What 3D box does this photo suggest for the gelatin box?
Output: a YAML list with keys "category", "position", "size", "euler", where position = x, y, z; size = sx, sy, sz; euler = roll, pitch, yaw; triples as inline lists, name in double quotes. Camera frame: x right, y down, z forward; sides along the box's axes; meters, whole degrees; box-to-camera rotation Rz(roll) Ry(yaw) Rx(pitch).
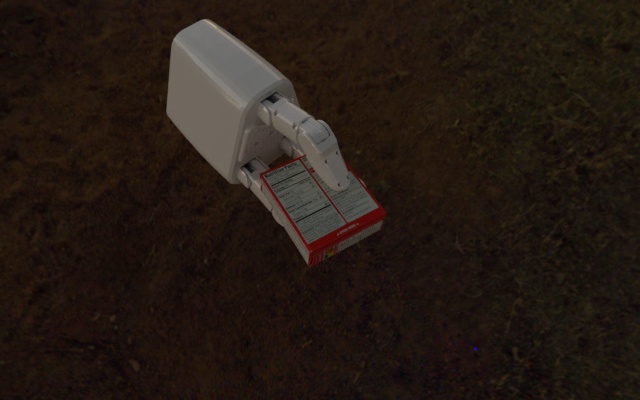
- category: "gelatin box"
  position: [0.000, 0.001, 0.406]
  size: [0.073, 0.089, 0.030]
  euler: [-26, -28, -19]
